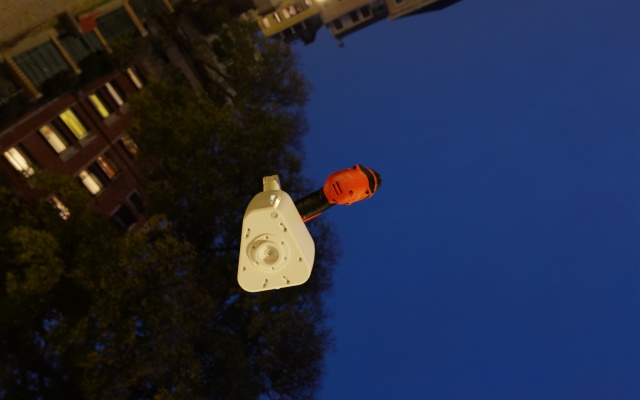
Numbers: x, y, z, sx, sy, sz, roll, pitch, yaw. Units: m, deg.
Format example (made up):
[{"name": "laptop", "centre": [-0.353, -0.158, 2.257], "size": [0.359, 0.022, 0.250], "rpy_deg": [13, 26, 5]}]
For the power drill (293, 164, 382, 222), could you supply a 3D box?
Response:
[{"name": "power drill", "centre": [0.000, 0.003, 0.754], "size": [0.188, 0.057, 0.184], "rpy_deg": [-29, -7, 21]}]
